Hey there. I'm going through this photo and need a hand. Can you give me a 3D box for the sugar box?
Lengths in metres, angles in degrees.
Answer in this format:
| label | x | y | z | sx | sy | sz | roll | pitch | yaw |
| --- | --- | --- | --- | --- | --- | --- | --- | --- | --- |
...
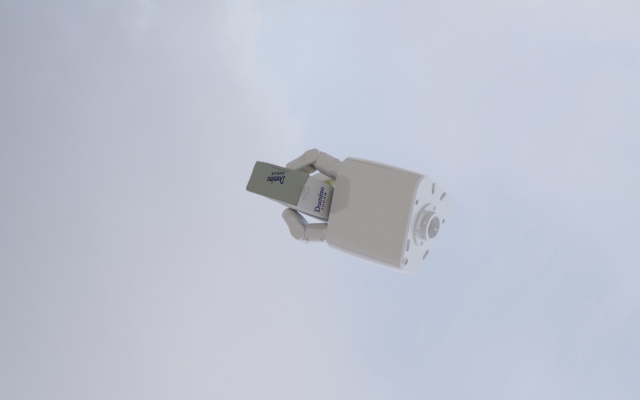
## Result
| label | x | y | z | sx | sy | sz | roll | pitch | yaw |
| --- | --- | --- | --- | --- | --- | --- | --- | --- | --- |
| sugar box | 0.000 | 0.002 | 0.615 | 0.093 | 0.048 | 0.176 | 17 | -7 | 41 |
